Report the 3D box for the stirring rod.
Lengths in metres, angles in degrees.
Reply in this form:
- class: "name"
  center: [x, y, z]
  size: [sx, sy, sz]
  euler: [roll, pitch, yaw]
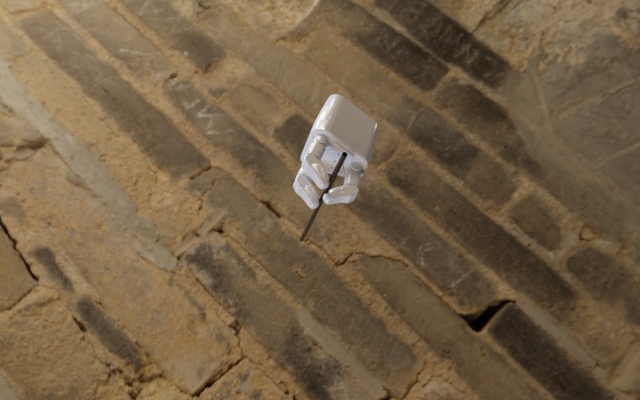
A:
- class: "stirring rod"
  center: [0.000, 0.002, 0.765]
  size: [0.011, 0.011, 0.240]
  euler: [0, -34, -20]
